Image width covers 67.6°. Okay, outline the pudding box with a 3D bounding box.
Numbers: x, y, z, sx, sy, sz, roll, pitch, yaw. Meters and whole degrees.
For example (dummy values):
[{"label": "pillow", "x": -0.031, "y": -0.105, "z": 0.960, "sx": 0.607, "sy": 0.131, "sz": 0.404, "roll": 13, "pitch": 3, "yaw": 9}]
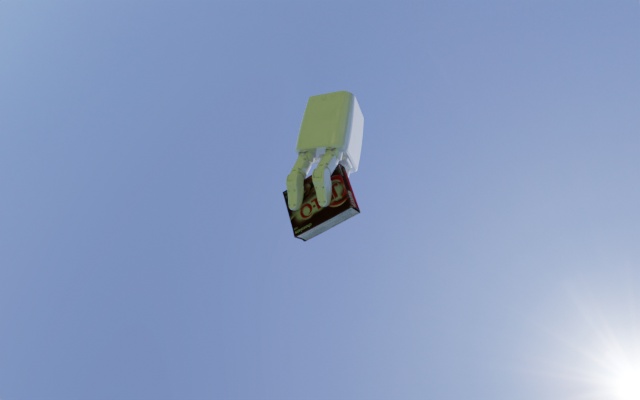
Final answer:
[{"label": "pudding box", "x": 0.000, "y": 0.003, "z": 0.779, "sx": 0.113, "sy": 0.090, "sz": 0.039, "roll": -31, "pitch": -33, "yaw": 22}]
